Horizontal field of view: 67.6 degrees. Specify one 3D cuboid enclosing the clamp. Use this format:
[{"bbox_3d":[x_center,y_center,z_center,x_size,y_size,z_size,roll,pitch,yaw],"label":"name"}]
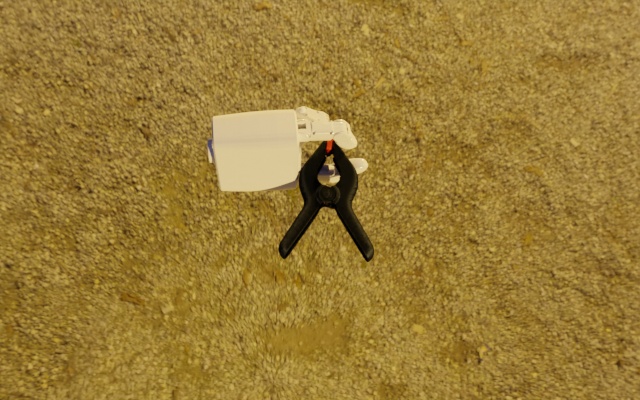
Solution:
[{"bbox_3d":[0.000,0.002,0.625,0.120,0.171,0.039,-4,-20,-8],"label":"clamp"}]
